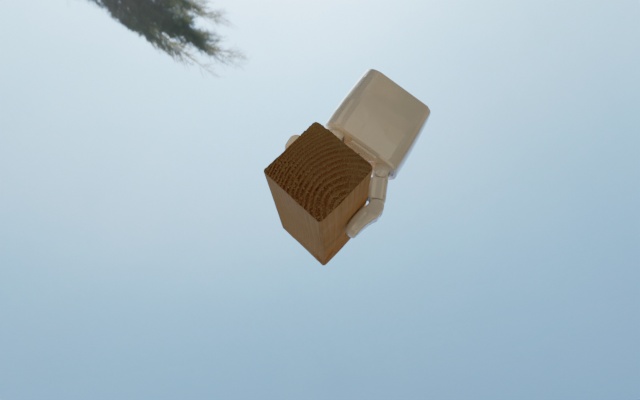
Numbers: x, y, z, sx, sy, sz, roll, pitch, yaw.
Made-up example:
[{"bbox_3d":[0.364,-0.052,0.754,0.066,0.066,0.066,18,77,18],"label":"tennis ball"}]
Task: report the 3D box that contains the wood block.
[{"bbox_3d":[0.001,0.002,0.620,0.091,0.090,0.206,41,-14,15],"label":"wood block"}]
